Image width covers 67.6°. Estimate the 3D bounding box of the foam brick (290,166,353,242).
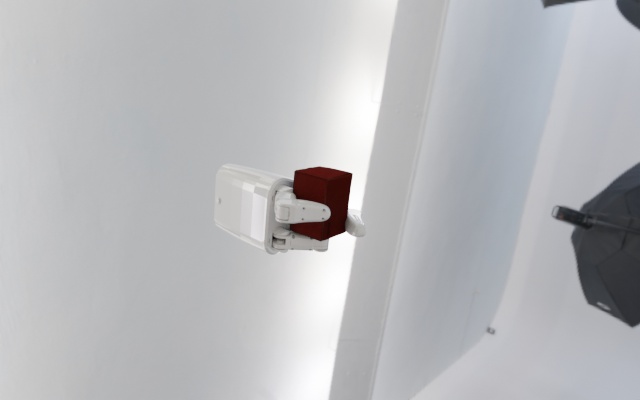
[{"bbox_3d":[0.000,0.002,0.575,0.051,0.078,0.053,18,20,35],"label":"foam brick"}]
